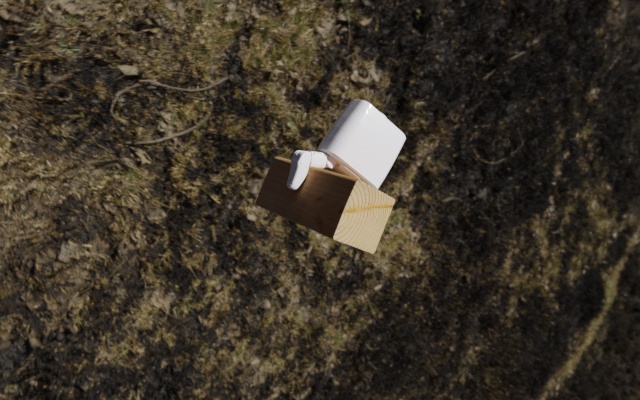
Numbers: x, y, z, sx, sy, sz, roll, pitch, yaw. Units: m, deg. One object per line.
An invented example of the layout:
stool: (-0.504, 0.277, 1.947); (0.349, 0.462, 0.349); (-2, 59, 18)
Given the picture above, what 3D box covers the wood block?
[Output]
wood block: (0.000, 0.002, 0.746); (0.091, 0.090, 0.206); (25, -3, -40)
